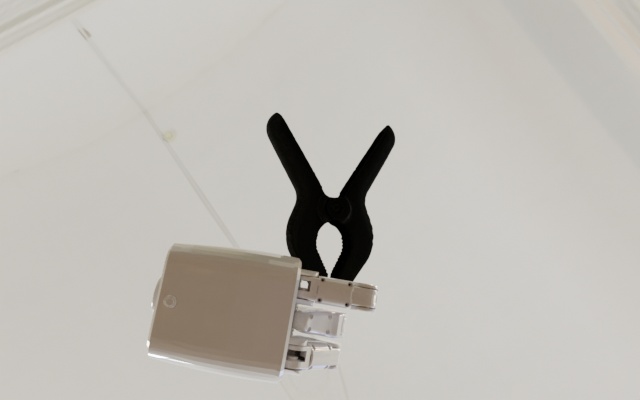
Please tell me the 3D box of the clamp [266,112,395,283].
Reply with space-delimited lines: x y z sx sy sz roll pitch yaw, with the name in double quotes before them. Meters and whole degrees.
"clamp" 0.000 0.002 0.425 0.120 0.171 0.039 11 -13 -7
